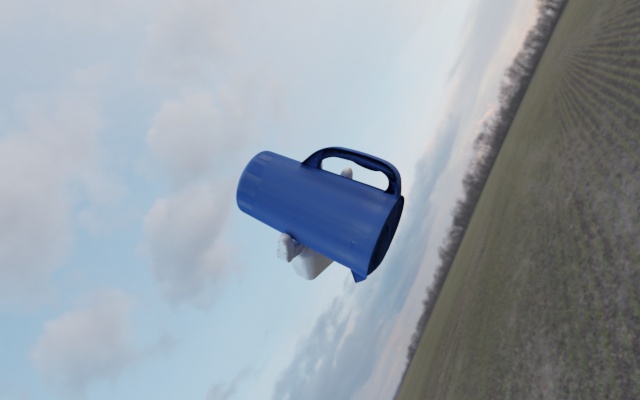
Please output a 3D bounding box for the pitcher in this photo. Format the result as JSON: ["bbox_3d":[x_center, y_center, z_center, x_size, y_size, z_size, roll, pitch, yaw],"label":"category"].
[{"bbox_3d":[0.000,0.003,0.730,0.243,0.149,0.145,23,-27,17],"label":"pitcher"}]
